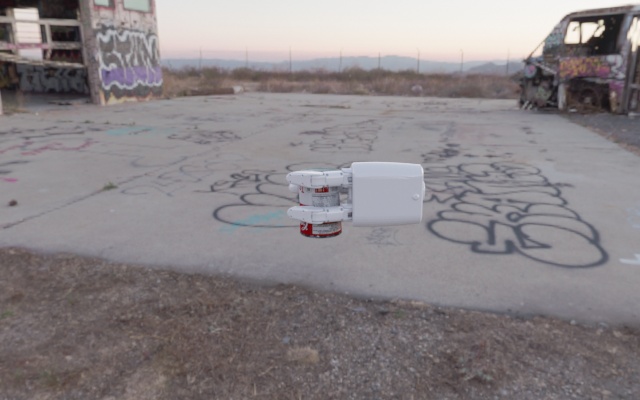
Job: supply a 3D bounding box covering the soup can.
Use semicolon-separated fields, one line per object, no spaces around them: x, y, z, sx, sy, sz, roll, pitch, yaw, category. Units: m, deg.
0.000;0.002;0.762;0.068;0.102;0.068;-1;13;0;soup can
